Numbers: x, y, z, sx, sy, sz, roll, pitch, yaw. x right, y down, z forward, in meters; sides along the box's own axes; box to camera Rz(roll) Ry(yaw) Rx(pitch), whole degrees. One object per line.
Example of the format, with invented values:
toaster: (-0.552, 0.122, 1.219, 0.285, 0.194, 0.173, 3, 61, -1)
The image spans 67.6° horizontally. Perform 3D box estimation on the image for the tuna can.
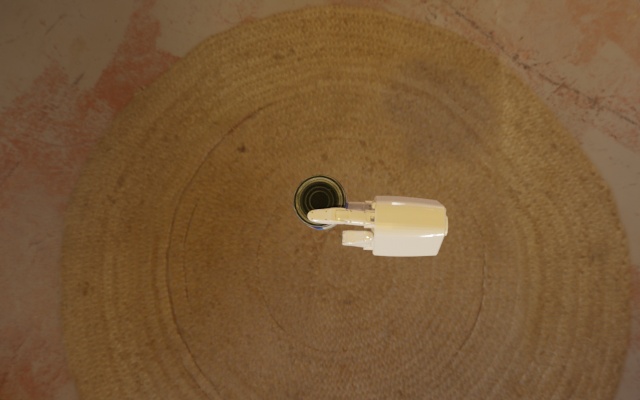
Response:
tuna can: (0.000, 0.002, 0.756, 0.086, 0.086, 0.034, 0, -8, 8)
